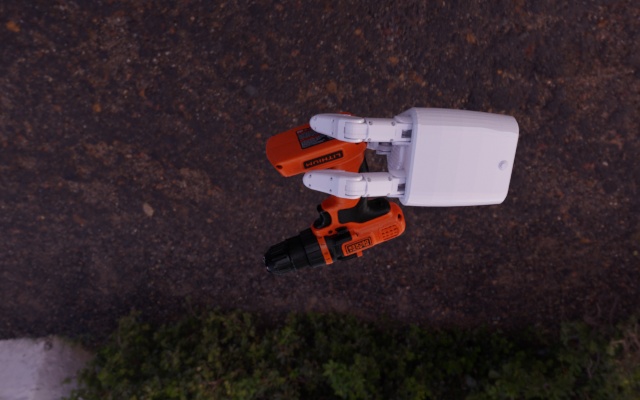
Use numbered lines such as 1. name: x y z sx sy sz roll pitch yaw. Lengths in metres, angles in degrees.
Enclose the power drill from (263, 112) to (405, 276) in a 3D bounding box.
1. power drill: 0.000 0.001 0.555 0.184 0.188 0.057 -21 44 -2
